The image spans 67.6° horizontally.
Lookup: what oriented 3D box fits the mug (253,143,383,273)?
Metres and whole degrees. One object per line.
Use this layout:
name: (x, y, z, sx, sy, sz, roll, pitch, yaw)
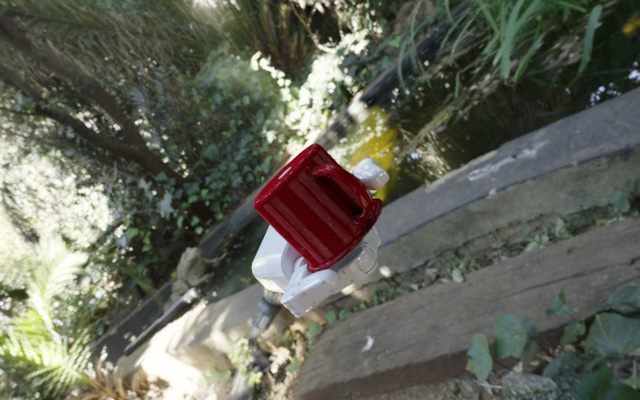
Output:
mug: (0.001, 0.001, 0.416, 0.093, 0.081, 0.117, -50, 12, -27)
